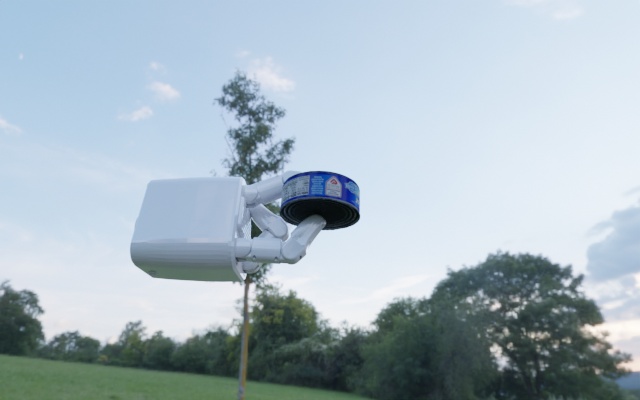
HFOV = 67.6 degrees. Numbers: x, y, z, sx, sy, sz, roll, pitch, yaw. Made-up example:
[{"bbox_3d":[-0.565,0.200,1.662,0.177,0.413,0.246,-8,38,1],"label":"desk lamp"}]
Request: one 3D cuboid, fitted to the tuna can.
[{"bbox_3d":[0.000,0.001,0.512,0.086,0.033,0.086,3,-24,1],"label":"tuna can"}]
